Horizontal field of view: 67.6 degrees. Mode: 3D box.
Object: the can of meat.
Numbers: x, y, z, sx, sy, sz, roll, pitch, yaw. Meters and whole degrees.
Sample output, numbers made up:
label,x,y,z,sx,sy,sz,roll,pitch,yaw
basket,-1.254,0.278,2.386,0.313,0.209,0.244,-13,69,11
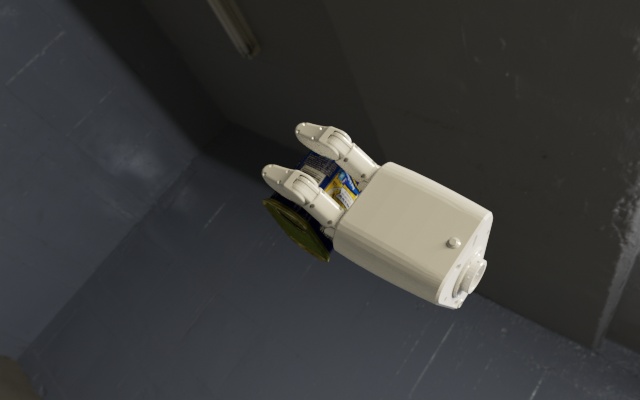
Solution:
label,x,y,z,sx,sy,sz,roll,pitch,yaw
can of meat,0.000,0.001,0.490,0.057,0.084,0.102,28,-18,33
